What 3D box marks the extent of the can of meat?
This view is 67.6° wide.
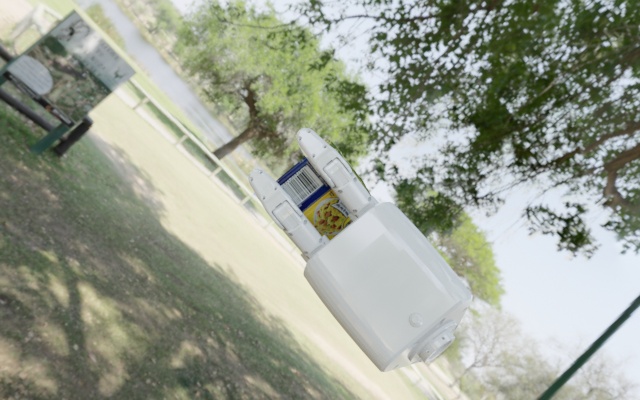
[{"bbox_3d":[0.000,0.001,0.459,0.084,0.057,0.102,-39,-33,-1],"label":"can of meat"}]
